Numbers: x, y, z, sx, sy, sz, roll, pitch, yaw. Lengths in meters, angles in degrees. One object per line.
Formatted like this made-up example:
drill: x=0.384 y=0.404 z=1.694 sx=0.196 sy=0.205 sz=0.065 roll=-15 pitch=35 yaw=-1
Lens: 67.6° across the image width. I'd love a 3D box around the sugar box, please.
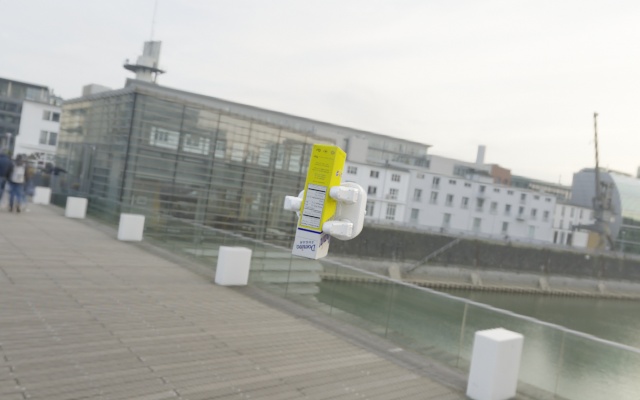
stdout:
sugar box: x=0.001 y=0.002 z=0.763 sx=0.048 sy=0.176 sz=0.093 roll=9 pitch=1 yaw=12
